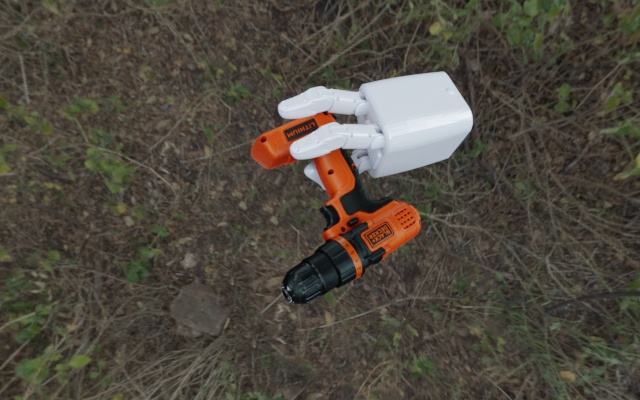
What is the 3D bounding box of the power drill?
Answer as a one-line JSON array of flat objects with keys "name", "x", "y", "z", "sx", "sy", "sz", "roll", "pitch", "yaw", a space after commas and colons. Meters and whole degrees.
[{"name": "power drill", "x": 0.000, "y": 0.001, "z": 0.539, "sx": 0.184, "sy": 0.187, "sz": 0.057, "roll": -28, "pitch": -9, "yaw": -28}]
